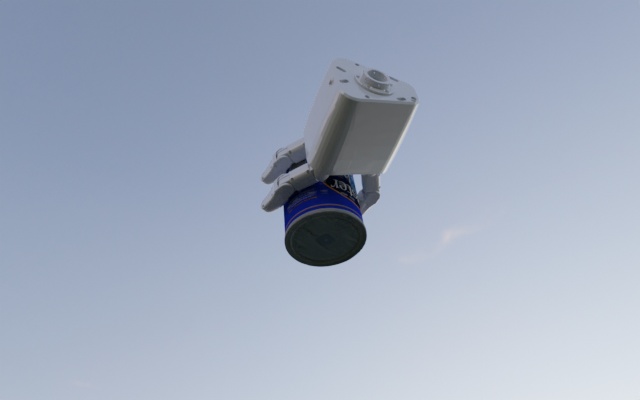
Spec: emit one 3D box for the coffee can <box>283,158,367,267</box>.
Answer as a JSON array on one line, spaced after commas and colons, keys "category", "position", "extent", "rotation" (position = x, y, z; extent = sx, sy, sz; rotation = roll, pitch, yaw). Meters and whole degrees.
[{"category": "coffee can", "position": [0.000, 0.002, 0.638], "extent": [0.103, 0.103, 0.140], "rotation": [0, 44, -8]}]
